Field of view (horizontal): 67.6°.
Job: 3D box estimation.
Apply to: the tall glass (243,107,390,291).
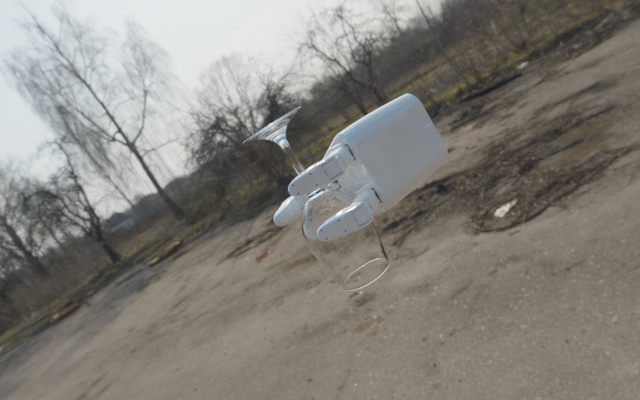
[{"bbox_3d":[0.000,0.001,0.530,0.079,0.201,0.079,-31,9,5],"label":"tall glass"}]
